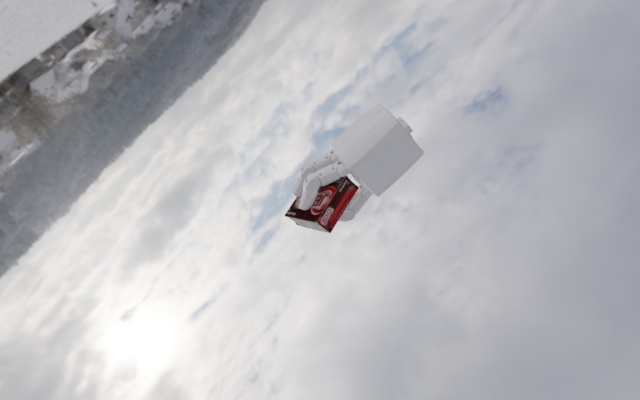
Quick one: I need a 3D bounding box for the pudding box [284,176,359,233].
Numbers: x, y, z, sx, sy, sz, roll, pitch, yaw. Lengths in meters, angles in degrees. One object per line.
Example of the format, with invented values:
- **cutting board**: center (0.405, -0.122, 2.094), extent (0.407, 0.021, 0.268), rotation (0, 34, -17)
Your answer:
- **pudding box**: center (0.000, 0.003, 0.782), extent (0.039, 0.090, 0.113), rotation (41, -17, -24)
